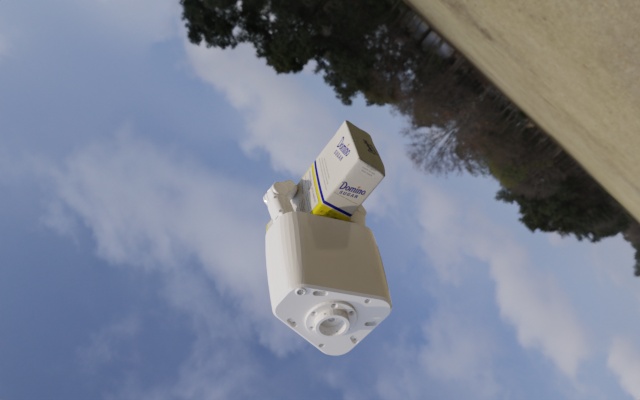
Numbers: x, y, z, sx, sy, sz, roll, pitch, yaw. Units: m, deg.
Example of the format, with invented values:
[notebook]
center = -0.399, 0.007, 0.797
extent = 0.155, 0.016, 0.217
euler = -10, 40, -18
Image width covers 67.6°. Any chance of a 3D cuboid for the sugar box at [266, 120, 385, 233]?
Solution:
[sugar box]
center = 0.000, 0.002, 0.557
extent = 0.048, 0.176, 0.093
euler = 29, 27, -25
